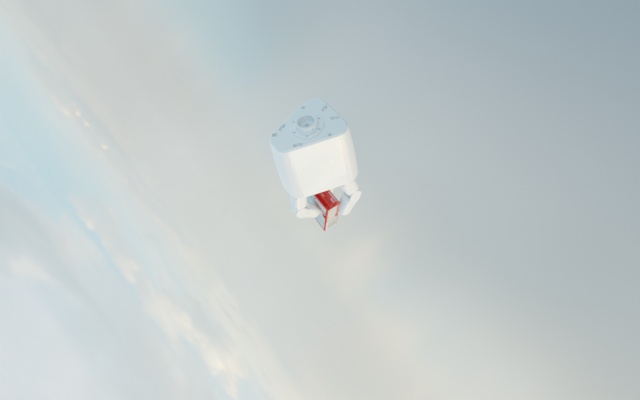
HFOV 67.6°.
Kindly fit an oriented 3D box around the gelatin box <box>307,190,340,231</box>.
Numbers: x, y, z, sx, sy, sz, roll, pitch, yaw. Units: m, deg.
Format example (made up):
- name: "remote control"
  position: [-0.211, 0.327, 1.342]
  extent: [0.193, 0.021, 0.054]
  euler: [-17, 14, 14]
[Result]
- name: "gelatin box"
  position: [0.000, 0.003, 0.834]
  extent: [0.030, 0.073, 0.089]
  euler: [-31, -22, -17]
